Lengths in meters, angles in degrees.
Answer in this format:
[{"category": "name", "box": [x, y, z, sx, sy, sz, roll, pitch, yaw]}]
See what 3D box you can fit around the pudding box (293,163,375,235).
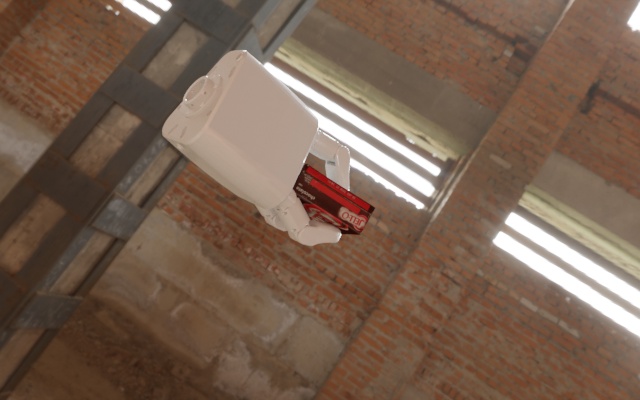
[{"category": "pudding box", "box": [0.000, 0.002, 0.535, 0.090, 0.039, 0.113, 33, -8, -10]}]
